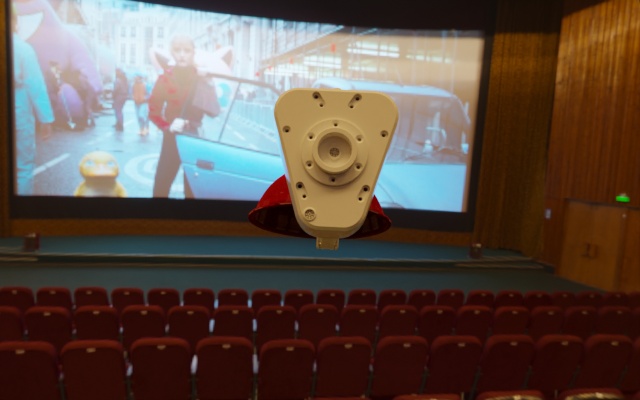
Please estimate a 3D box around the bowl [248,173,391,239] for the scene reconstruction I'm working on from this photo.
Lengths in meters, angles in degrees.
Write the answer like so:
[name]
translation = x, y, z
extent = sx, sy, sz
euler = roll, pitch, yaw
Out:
[bowl]
translation = 0.000, 0.002, 0.550
extent = 0.162, 0.055, 0.162
euler = 3, -17, 1
